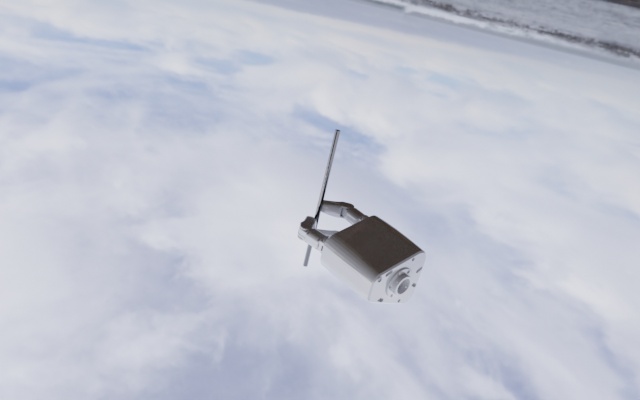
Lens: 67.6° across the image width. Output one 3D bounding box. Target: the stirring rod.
[{"bbox_3d":[0.000,0.002,0.763,0.011,0.240,0.011,11,23,-5],"label":"stirring rod"}]
